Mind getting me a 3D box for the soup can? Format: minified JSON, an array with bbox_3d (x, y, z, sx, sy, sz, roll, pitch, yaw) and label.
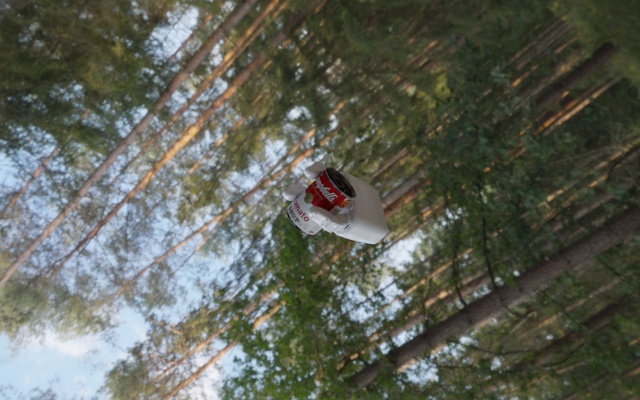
[{"bbox_3d":[0.000,0.003,0.801,0.102,0.068,0.068,-44,-19,21],"label":"soup can"}]
